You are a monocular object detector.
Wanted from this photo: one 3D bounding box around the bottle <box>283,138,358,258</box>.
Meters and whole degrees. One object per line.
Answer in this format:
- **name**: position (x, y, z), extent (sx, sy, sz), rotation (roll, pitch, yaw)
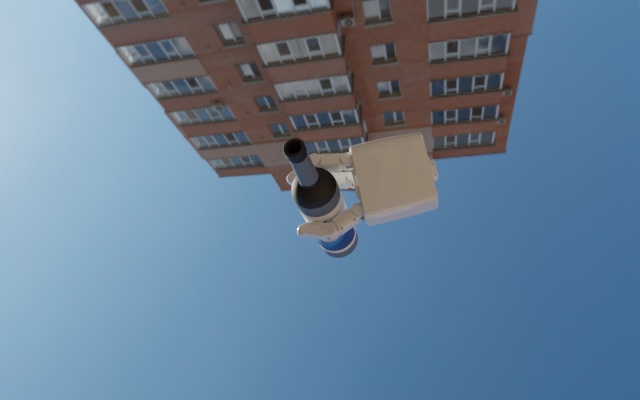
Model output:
- **bottle**: position (0.000, 0.002, 0.702), extent (0.069, 0.069, 0.296), rotation (0, -27, 14)
